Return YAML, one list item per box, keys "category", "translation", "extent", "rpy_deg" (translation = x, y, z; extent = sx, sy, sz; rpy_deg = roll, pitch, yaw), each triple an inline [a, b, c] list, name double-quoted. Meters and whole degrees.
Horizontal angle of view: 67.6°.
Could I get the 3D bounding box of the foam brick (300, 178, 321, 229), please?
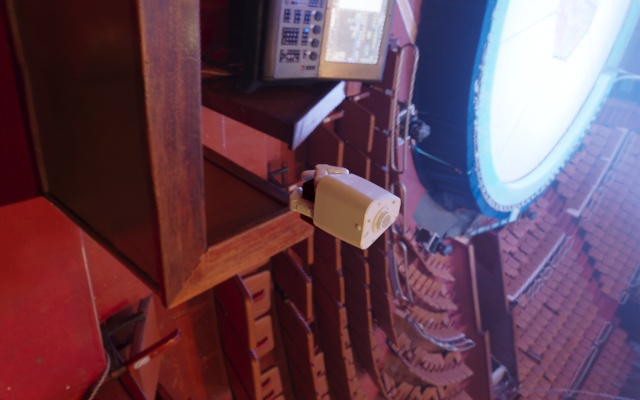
- category: "foam brick"
  translation: [0.000, 0.003, 0.871]
  extent: [0.051, 0.078, 0.053]
  rpy_deg: [28, 37, 33]
